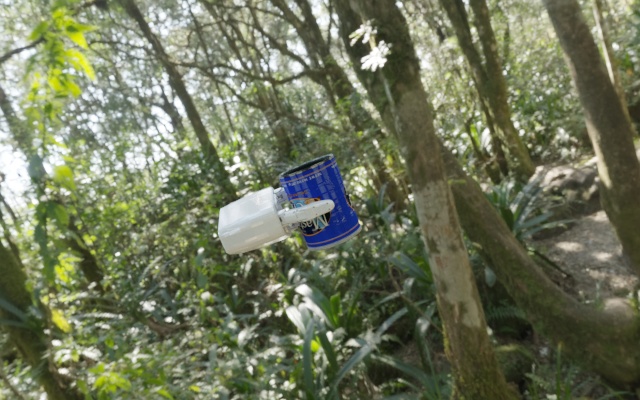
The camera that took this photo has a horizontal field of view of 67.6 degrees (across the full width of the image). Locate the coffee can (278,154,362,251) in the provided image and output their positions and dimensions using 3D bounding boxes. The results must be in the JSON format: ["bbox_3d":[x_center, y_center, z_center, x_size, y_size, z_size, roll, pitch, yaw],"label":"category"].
[{"bbox_3d":[0.000,0.003,0.833,0.103,0.140,0.102,-21,11,4],"label":"coffee can"}]
